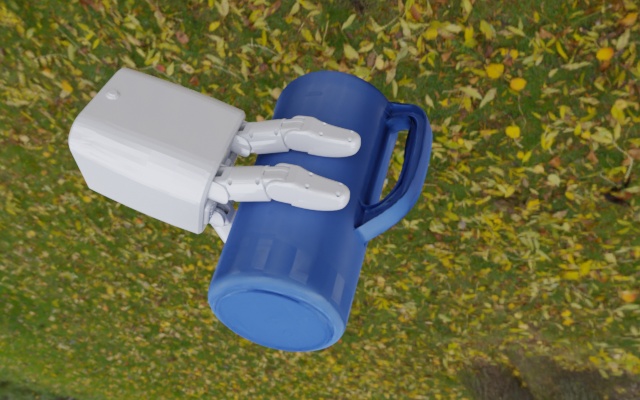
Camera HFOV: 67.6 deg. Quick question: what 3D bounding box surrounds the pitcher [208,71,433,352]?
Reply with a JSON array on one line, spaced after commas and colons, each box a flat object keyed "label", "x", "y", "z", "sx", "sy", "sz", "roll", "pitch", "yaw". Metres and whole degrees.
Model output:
[{"label": "pitcher", "x": 0.000, "y": 0.001, "z": 0.427, "sx": 0.145, "sy": 0.242, "sz": 0.149, "roll": 23, "pitch": -41, "yaw": -7}]
